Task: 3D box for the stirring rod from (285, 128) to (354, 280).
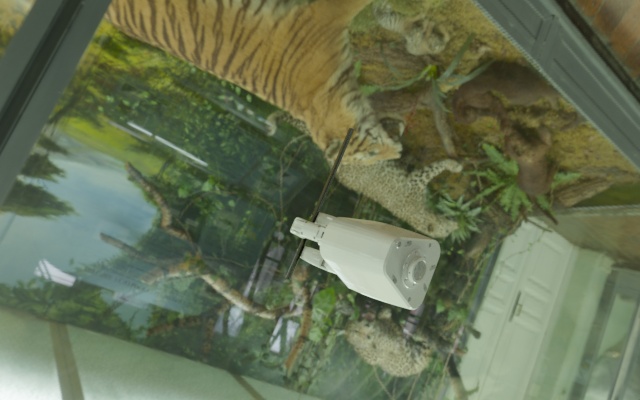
[{"bbox_3d":[0.000,0.002,0.697,0.011,0.239,0.011,22,-9,4],"label":"stirring rod"}]
